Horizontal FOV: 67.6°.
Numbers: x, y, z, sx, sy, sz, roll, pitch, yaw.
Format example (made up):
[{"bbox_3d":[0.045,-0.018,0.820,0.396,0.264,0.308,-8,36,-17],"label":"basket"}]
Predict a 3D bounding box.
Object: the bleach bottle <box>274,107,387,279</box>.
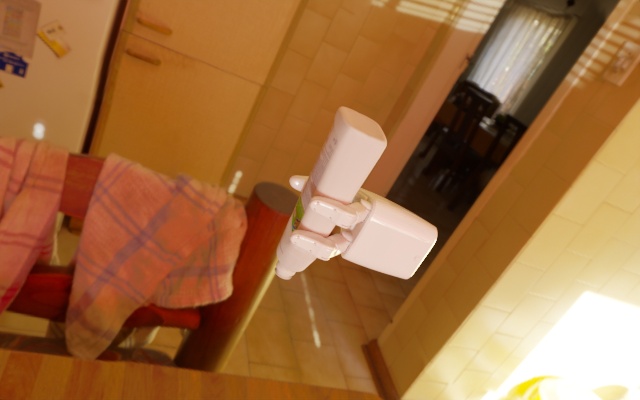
[{"bbox_3d":[0.000,0.002,0.662,0.068,0.251,0.102,23,24,-14],"label":"bleach bottle"}]
